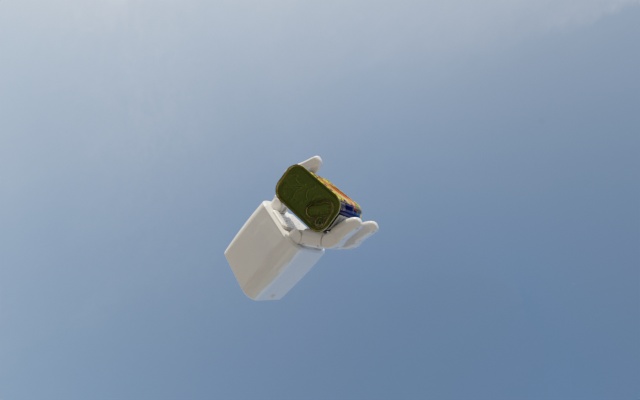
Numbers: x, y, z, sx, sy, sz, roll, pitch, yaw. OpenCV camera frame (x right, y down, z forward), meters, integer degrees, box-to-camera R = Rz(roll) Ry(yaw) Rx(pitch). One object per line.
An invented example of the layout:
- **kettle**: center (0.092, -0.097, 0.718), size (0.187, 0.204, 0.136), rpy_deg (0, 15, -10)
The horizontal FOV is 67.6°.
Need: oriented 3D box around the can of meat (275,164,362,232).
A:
- **can of meat**: center (0.000, 0.002, 0.669), size (0.102, 0.057, 0.084), rpy_deg (41, 10, 27)
